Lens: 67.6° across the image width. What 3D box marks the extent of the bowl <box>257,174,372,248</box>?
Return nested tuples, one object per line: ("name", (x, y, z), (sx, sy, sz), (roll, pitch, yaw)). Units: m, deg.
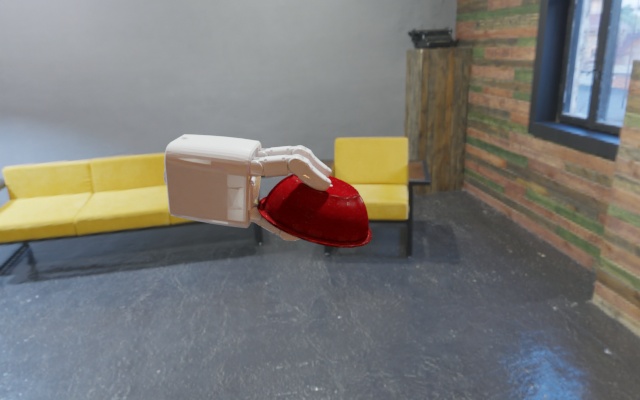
("bowl", (0.001, 0.002, 0.642), (0.162, 0.055, 0.162), (15, 18, -5))
